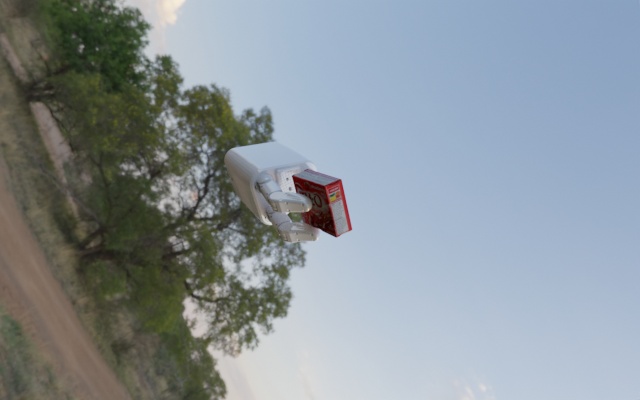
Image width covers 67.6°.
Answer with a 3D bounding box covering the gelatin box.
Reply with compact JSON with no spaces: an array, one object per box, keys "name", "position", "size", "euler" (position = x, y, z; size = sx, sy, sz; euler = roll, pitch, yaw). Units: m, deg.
[{"name":"gelatin box","position":[0.001,0.002,0.637],"size":[0.030,0.073,0.089],"euler":[-24,24,-26]}]
